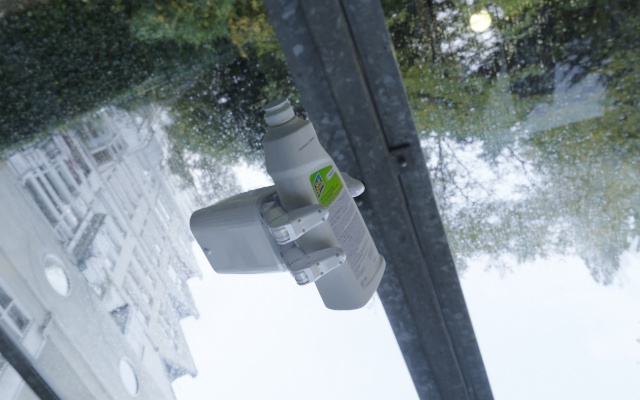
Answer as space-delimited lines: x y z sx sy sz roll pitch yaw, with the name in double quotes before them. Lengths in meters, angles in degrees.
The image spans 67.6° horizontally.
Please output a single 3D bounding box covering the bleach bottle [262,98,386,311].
"bleach bottle" 0.000 0.002 0.547 0.068 0.251 0.102 -8 27 29
